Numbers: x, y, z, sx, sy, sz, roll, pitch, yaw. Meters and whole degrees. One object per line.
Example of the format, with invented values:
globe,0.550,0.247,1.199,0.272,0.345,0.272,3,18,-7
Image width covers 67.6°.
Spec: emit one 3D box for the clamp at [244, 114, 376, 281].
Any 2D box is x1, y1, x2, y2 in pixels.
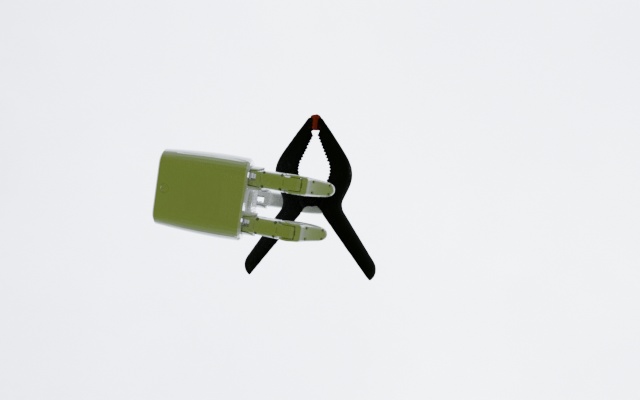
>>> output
clamp,0.000,0.001,0.594,0.164,0.210,0.036,9,5,0
